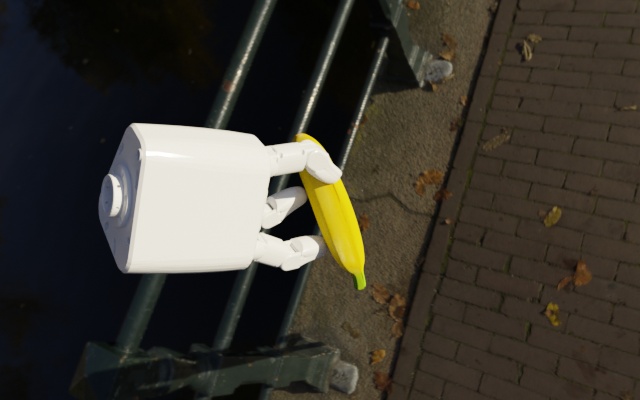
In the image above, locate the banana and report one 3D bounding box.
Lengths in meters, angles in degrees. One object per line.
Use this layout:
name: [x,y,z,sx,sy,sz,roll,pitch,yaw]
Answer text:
banana: [0.003,-0.004,0.504,0.037,0.197,0.070,-14,-25,-15]
